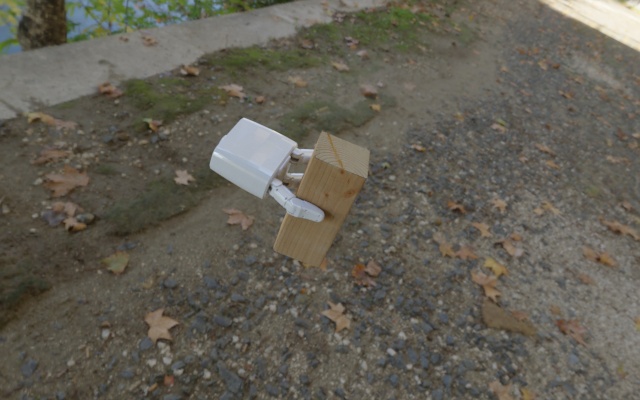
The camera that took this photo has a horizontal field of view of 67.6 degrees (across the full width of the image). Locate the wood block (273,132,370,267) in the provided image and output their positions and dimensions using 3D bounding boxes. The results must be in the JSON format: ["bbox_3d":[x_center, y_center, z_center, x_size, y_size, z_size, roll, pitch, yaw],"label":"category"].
[{"bbox_3d":[0.000,0.003,0.812,0.090,0.206,0.090,22,35,-5],"label":"wood block"}]
